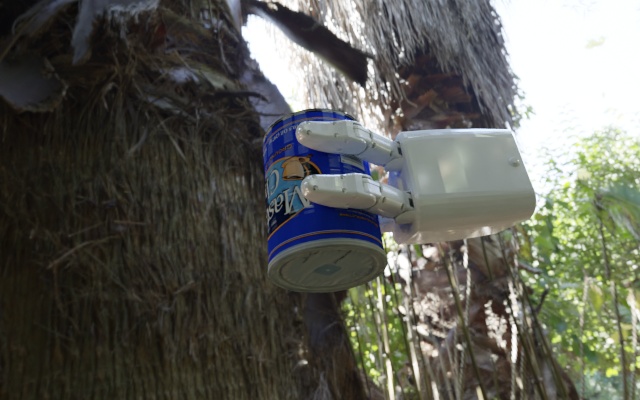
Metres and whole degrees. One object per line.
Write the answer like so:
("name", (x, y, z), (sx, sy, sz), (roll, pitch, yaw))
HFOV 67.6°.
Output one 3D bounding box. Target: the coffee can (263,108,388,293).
("coffee can", (0.000, 0.002, 0.442), (0.103, 0.140, 0.103), (-5, -30, -3))
